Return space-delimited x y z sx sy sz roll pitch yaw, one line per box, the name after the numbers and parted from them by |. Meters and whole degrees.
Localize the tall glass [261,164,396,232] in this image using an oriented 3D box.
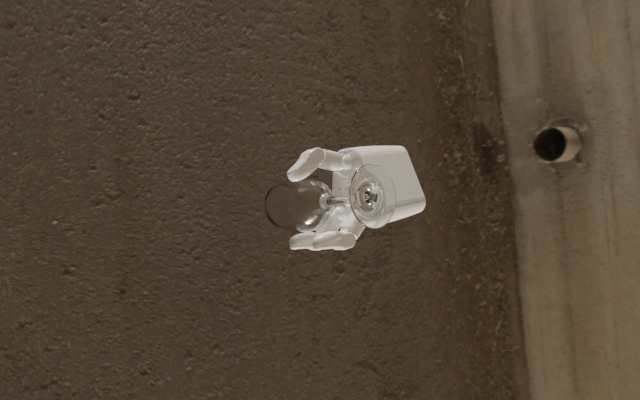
0.000 0.002 0.622 0.079 0.079 0.201 0 -4 -38 | tall glass
